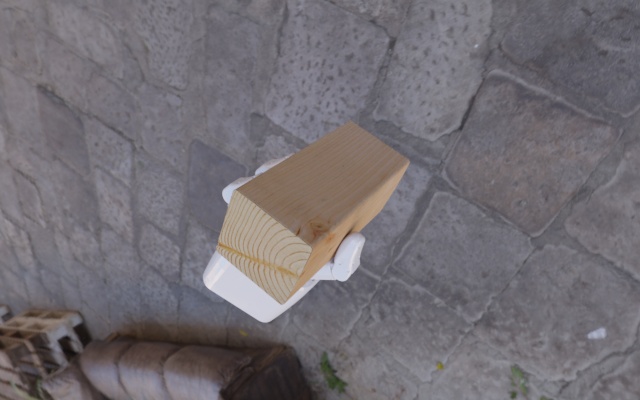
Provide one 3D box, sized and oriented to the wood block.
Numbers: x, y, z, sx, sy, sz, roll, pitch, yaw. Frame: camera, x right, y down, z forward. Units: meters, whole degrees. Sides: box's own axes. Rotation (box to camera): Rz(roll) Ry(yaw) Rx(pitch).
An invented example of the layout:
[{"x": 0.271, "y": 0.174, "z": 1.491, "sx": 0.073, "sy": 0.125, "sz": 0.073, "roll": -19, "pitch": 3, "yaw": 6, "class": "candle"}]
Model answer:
[{"x": 0.000, "y": 0.002, "z": 0.508, "sx": 0.091, "sy": 0.090, "sz": 0.206, "roll": 37, "pitch": 41, "yaw": 13, "class": "wood block"}]
